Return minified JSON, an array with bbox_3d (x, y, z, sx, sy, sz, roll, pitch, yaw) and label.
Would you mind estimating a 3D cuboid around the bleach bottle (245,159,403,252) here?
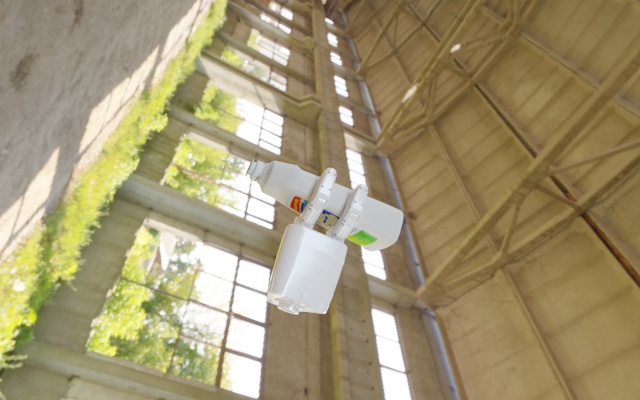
[{"bbox_3d":[0.000,0.002,0.750,0.251,0.068,0.102,24,-22,-16],"label":"bleach bottle"}]
